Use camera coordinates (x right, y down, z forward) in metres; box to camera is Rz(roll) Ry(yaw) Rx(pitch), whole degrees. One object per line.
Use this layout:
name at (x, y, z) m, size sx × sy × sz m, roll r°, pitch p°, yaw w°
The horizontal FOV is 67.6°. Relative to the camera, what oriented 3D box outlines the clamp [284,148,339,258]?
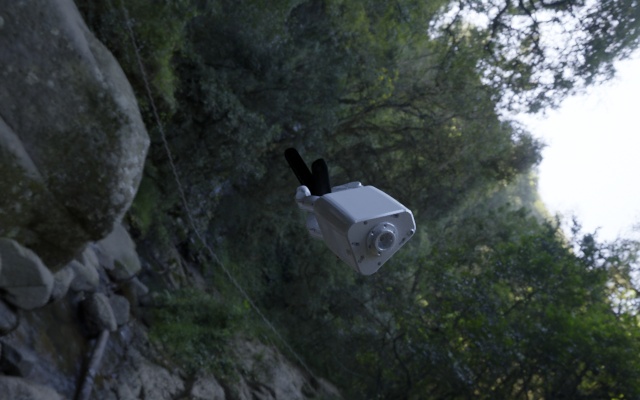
clamp at (0.001, 0.003, 0.829) m, size 0.036 × 0.210 × 0.164 m, roll -27°, pitch 27°, yaw -12°
